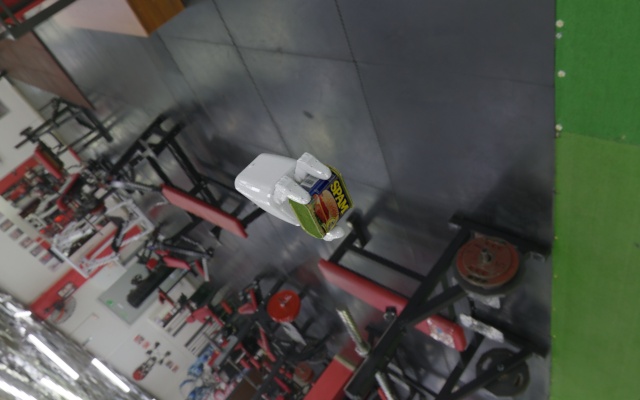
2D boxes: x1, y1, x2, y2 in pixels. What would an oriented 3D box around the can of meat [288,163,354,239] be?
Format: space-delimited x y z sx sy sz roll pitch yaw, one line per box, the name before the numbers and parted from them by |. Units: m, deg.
can of meat | 0.000 0.003 0.798 0.057 0.084 0.102 22 -30 39
